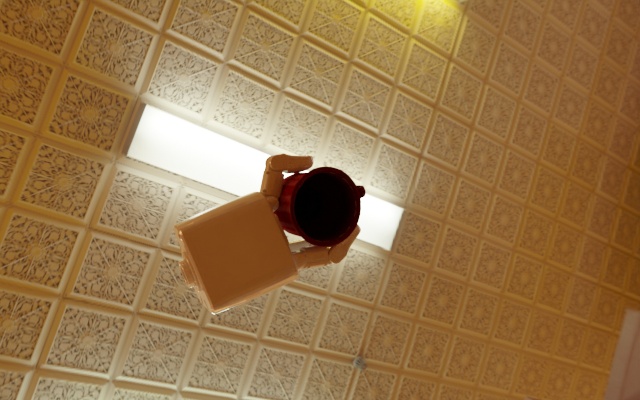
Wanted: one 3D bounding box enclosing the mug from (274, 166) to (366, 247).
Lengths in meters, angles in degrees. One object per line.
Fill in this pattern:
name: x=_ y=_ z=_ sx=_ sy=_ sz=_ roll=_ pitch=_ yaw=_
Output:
mug: x=0.001 y=0.001 z=0.590 sx=0.117 sy=0.093 sz=0.081 roll=-21 pitch=11 yaw=-24
